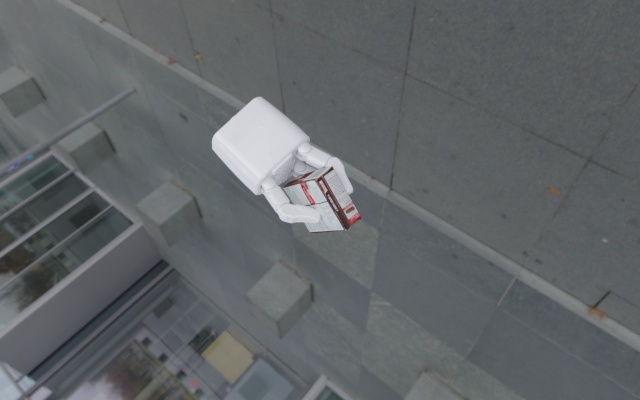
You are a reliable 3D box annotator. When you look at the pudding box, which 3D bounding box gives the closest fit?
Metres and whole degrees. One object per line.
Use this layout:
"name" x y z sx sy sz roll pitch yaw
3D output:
"pudding box" 0.000 0.002 0.719 0.039 0.090 0.113 -37 13 -26
